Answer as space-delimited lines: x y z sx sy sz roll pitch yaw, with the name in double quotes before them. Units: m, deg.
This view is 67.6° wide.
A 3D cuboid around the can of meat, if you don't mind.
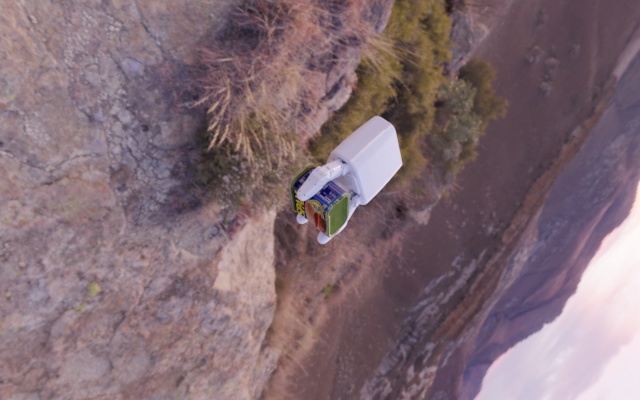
"can of meat" 0.000 0.003 0.777 0.084 0.057 0.102 38 -24 22
